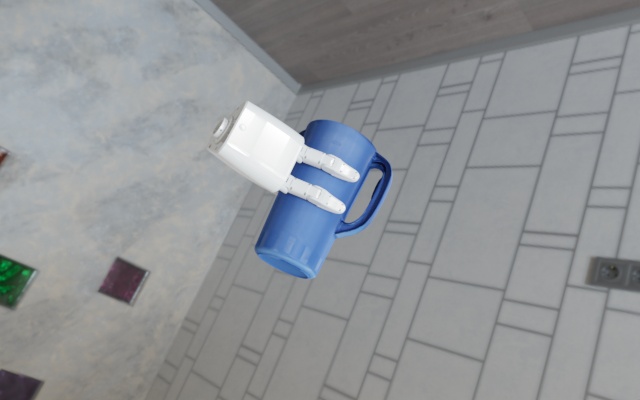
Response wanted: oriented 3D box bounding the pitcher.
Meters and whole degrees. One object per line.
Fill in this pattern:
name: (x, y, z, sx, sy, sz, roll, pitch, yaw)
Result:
pitcher: (0.000, 0.002, 0.779, 0.145, 0.242, 0.149, 34, -20, -26)
